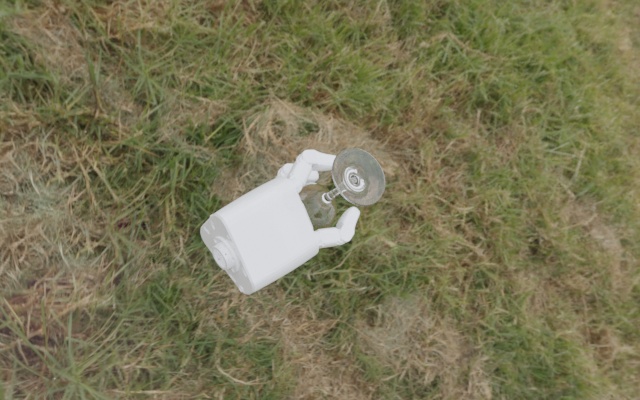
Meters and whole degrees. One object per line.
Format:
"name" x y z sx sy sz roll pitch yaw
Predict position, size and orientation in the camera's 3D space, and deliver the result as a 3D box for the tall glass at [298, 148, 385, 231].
"tall glass" 0.001 0.002 0.651 0.079 0.079 0.201 0 -18 -29
